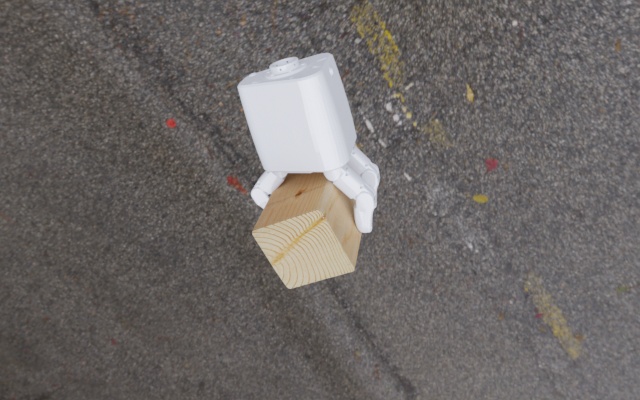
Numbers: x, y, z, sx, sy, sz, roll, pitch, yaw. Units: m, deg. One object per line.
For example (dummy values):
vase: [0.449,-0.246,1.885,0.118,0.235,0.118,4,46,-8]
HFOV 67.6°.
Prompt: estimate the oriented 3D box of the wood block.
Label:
wood block: [0.000,0.002,0.608,0.091,0.090,0.206,-19,26,23]
